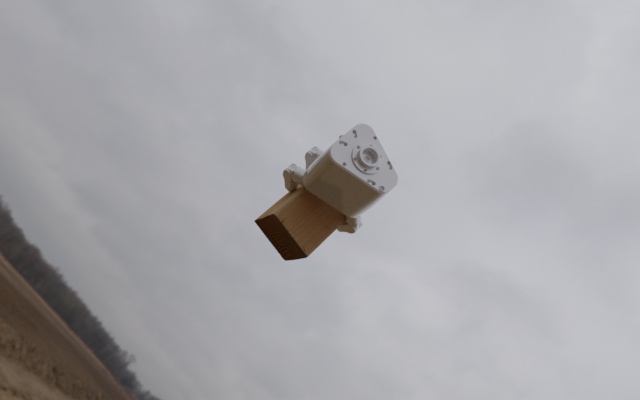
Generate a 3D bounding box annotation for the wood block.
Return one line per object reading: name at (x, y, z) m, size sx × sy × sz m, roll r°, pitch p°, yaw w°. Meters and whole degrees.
wood block at (0.001, 0.003, 0.827) m, size 0.206 × 0.091 × 0.090 m, roll -41°, pitch 11°, yaw -29°
